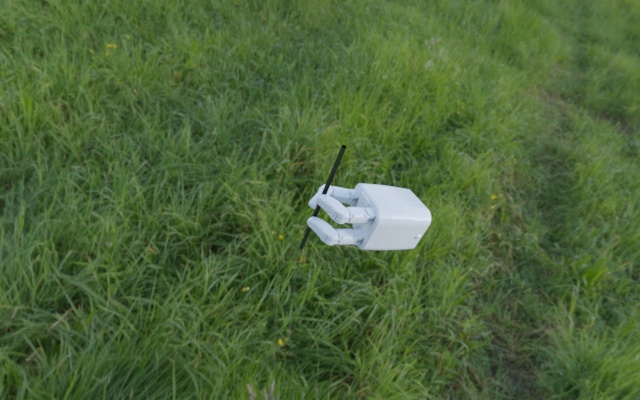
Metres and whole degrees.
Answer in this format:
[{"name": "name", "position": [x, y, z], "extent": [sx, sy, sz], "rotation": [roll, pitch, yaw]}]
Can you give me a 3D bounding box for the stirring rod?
[{"name": "stirring rod", "position": [0.000, 0.003, 0.795], "extent": [0.011, 0.011, 0.240], "rotation": [0, -44, -24]}]
